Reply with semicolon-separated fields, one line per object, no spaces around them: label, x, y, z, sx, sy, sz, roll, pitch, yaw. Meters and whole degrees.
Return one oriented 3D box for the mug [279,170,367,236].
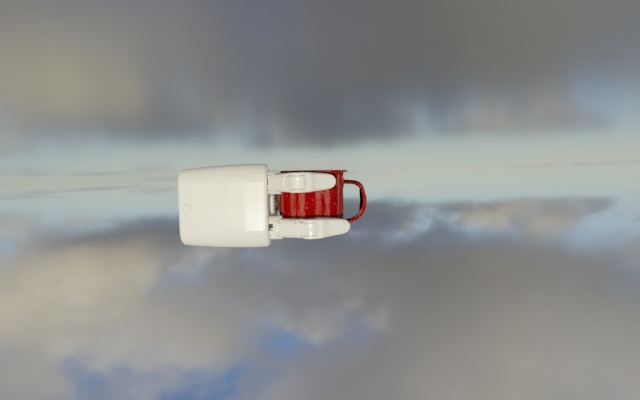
mug;0.002;0.002;0.610;0.117;0.081;0.093;-1;3;2
